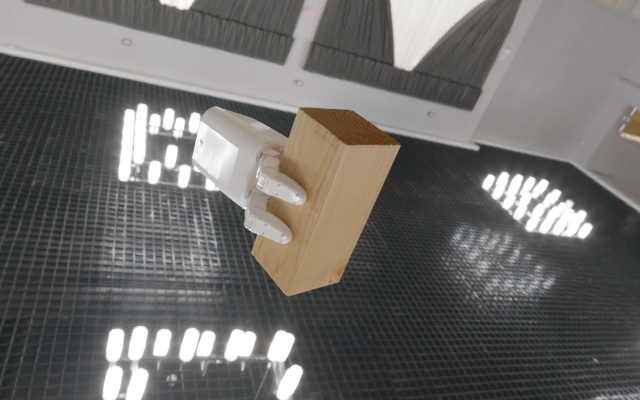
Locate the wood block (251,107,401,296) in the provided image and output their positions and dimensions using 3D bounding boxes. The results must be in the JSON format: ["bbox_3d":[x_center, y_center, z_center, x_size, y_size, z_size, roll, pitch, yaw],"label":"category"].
[{"bbox_3d":[0.000,0.002,0.577,0.091,0.206,0.090,-8,39,-42],"label":"wood block"}]
